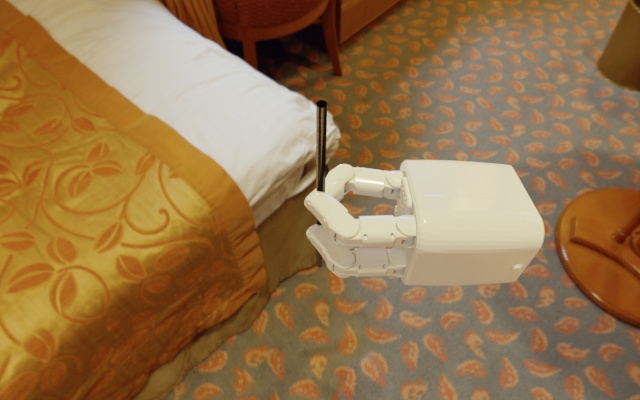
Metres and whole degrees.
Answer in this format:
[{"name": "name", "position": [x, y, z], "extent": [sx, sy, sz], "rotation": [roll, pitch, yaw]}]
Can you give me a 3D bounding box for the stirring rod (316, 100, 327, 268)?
[{"name": "stirring rod", "position": [0.000, 0.001, 0.437], "extent": [0.011, 0.011, 0.240], "rotation": [0, -36, -1]}]
